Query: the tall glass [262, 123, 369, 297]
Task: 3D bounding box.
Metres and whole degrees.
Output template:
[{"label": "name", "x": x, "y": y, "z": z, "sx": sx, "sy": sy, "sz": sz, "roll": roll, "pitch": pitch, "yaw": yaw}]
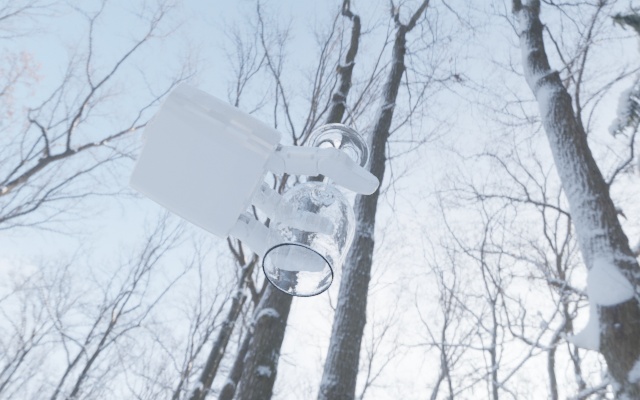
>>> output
[{"label": "tall glass", "x": 0.000, "y": 0.001, "z": 0.474, "sx": 0.079, "sy": 0.079, "sz": 0.201, "roll": 0, "pitch": 36, "yaw": 14}]
